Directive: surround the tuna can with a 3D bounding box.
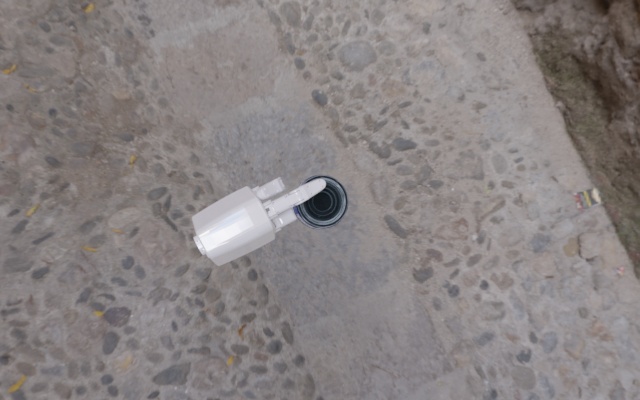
[{"bbox_3d":[0.000,0.002,0.755,0.086,0.086,0.034,0,-4,-13],"label":"tuna can"}]
